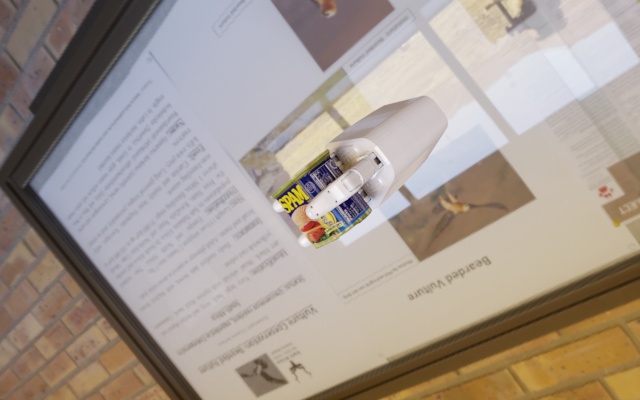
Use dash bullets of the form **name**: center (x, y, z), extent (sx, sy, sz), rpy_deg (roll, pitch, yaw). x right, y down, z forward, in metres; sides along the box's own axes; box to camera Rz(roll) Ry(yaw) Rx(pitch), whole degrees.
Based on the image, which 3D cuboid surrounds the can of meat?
- **can of meat**: center (0.000, 0.002, 0.543), extent (0.057, 0.084, 0.102), rpy_deg (-40, 3, -28)
